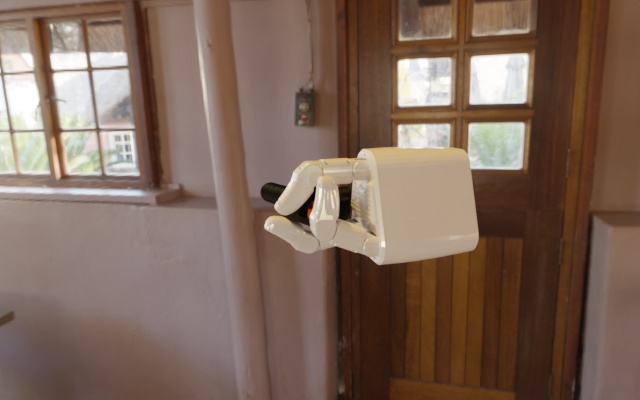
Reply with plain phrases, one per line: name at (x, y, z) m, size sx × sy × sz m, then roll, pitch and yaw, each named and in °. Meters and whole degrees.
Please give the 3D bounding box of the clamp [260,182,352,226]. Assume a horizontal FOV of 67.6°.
clamp at (0.000, 0.001, 0.548) m, size 0.120 × 0.039 × 0.171 m, roll -5°, pitch 12°, yaw -13°
